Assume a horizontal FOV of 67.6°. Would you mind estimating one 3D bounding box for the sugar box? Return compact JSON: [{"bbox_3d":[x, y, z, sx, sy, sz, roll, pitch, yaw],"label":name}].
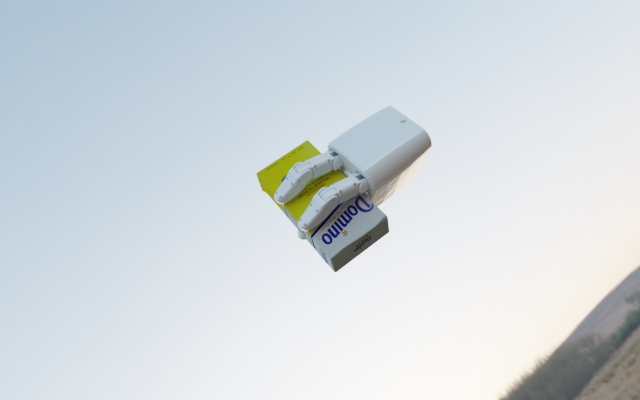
[{"bbox_3d":[0.000,0.002,0.638,0.093,0.176,0.048,-36,-35,-14],"label":"sugar box"}]
